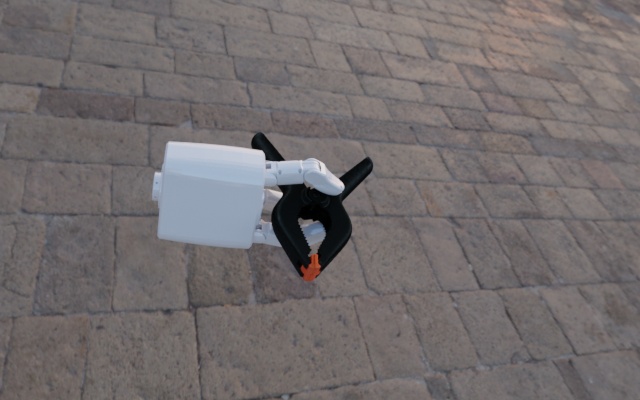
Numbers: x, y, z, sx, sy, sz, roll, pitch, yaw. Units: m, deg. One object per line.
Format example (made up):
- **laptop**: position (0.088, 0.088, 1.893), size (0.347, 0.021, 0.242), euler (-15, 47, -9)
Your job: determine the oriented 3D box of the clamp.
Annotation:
- **clamp**: position (0.000, 0.002, 0.574), size (0.164, 0.209, 0.036), euler (6, -43, -16)
